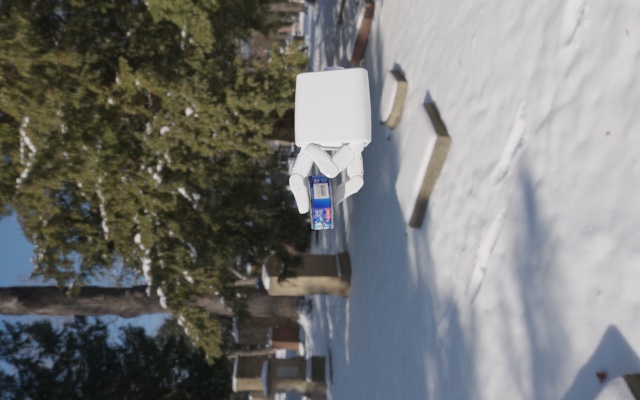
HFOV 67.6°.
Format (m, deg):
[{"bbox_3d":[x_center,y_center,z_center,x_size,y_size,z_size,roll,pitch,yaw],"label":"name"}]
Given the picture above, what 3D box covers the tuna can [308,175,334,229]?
[{"bbox_3d":[0.000,0.003,0.745,0.034,0.086,0.086,-4,0,-3],"label":"tuna can"}]
